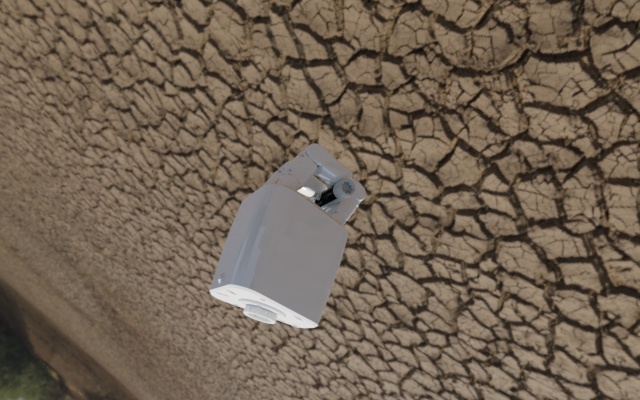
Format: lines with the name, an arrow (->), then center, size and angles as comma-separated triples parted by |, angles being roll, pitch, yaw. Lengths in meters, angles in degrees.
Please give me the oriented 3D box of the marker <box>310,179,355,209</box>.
marker -> 0.000, 0.002, 0.539 | 0.020, 0.020, 0.121 | 0, -15, -29
